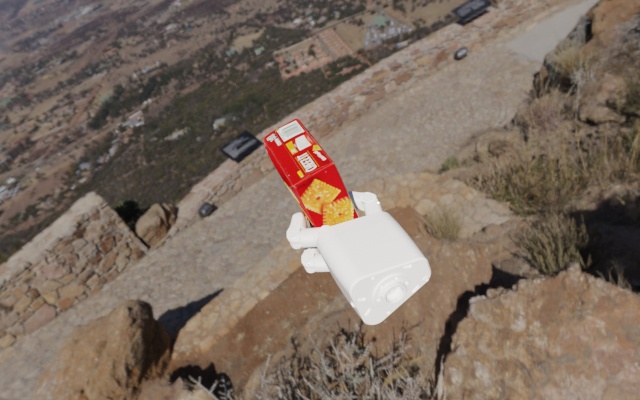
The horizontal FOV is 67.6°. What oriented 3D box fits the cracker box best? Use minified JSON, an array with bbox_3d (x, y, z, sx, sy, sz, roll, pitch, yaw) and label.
[{"bbox_3d":[0.000,0.002,0.735,0.072,0.214,0.164,-29,37,-4],"label":"cracker box"}]
